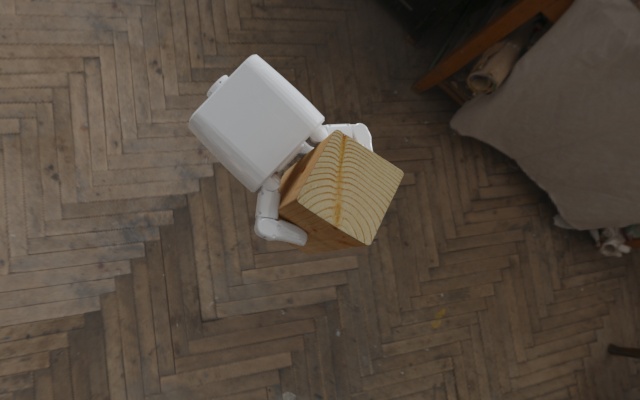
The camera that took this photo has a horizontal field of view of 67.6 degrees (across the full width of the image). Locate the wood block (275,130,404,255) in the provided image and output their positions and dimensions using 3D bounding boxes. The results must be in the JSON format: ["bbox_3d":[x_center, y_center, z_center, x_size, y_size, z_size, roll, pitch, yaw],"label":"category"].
[{"bbox_3d":[0.000,0.002,0.573,0.090,0.090,0.206,32,-17,-11],"label":"wood block"}]
